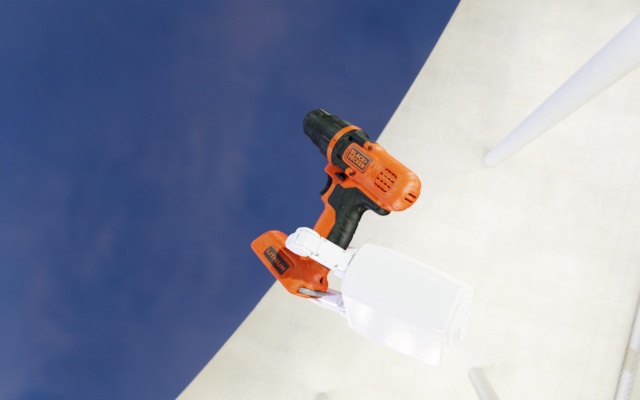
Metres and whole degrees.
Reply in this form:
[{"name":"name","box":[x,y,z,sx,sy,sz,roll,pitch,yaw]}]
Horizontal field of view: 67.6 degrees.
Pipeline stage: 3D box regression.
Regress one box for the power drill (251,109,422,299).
[{"name":"power drill","box":[0.000,0.002,0.546,0.057,0.188,0.184,21,17,-48]}]
